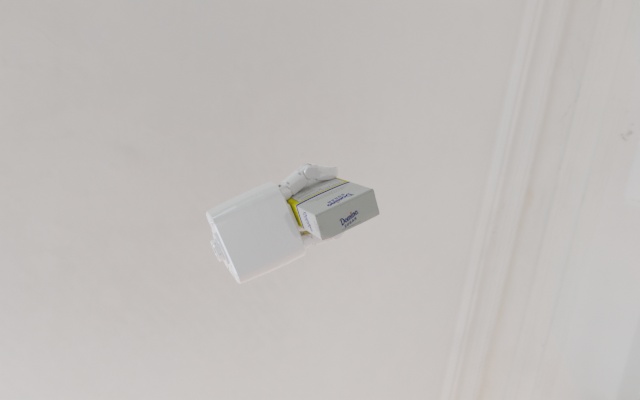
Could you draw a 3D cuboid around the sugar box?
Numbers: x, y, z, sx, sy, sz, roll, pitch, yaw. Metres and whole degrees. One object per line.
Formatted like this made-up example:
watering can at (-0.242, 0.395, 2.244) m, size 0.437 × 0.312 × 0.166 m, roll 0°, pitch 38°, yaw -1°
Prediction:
sugar box at (0.000, 0.003, 0.701) m, size 0.093 × 0.048 × 0.176 m, roll -24°, pitch 23°, yaw -19°
